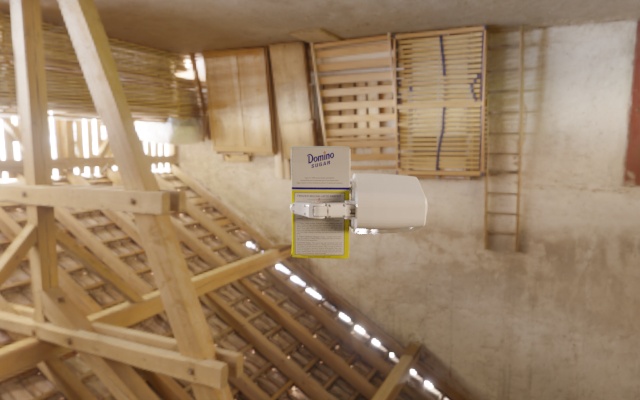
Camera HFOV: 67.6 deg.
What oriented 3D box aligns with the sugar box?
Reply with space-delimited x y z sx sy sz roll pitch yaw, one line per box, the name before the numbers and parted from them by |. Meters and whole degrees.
sugar box | 0.000 0.003 0.757 0.093 0.176 0.048 1 7 1
